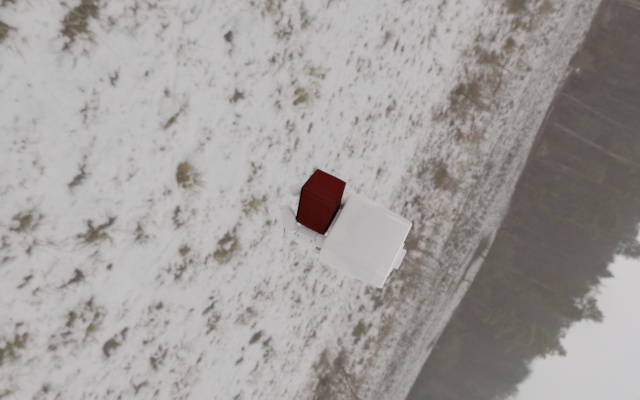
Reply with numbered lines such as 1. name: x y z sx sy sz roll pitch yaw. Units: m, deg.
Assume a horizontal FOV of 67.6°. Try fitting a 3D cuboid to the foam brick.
1. foam brick: 0.000 0.002 0.716 0.051 0.078 0.053 27 50 12
